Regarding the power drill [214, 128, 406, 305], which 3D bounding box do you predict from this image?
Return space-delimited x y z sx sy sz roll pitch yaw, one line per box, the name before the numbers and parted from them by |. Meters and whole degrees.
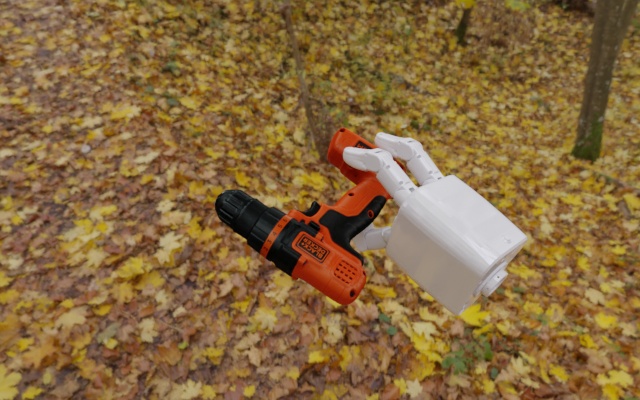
power drill | 0.001 0.002 0.546 0.184 0.187 0.057 34 -30 5
